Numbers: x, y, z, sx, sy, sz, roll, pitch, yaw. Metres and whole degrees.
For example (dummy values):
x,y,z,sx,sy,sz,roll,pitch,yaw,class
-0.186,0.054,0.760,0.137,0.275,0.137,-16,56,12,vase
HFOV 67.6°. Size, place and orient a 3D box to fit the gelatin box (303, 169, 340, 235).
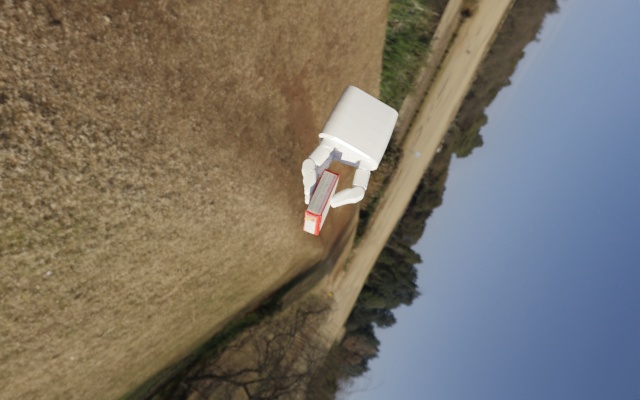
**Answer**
x,y,z,sx,sy,sz,roll,pitch,yaw,class
0.000,0.003,0.797,0.030,0.089,0.073,20,-27,5,gelatin box
